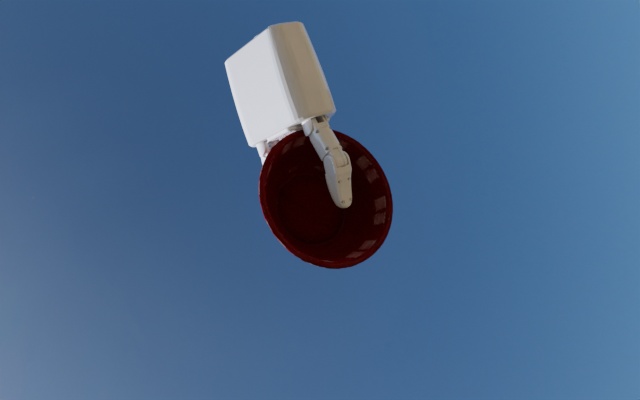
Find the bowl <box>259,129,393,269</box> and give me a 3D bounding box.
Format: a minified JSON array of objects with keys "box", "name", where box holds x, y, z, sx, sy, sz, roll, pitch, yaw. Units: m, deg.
[{"box":[0.000,0.003,0.542,0.162,0.162,0.055,0,-17,-26],"name":"bowl"}]
